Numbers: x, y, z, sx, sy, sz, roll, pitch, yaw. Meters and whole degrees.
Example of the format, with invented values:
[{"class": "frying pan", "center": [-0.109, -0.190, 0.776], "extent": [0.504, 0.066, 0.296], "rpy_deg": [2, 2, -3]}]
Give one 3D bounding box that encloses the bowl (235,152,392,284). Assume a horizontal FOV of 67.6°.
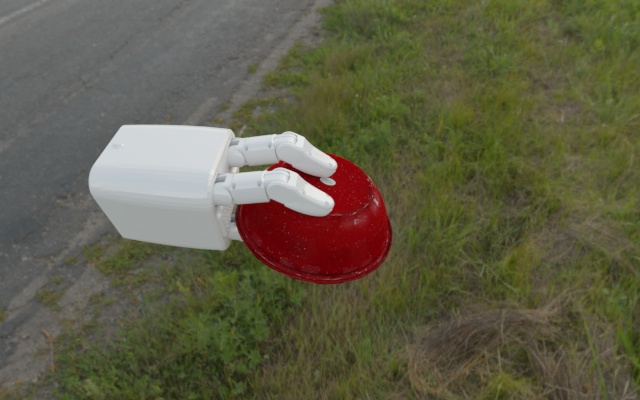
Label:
[{"class": "bowl", "center": [0.001, 0.001, 0.468], "extent": [0.162, 0.055, 0.162], "rpy_deg": [9, 42, -8]}]
